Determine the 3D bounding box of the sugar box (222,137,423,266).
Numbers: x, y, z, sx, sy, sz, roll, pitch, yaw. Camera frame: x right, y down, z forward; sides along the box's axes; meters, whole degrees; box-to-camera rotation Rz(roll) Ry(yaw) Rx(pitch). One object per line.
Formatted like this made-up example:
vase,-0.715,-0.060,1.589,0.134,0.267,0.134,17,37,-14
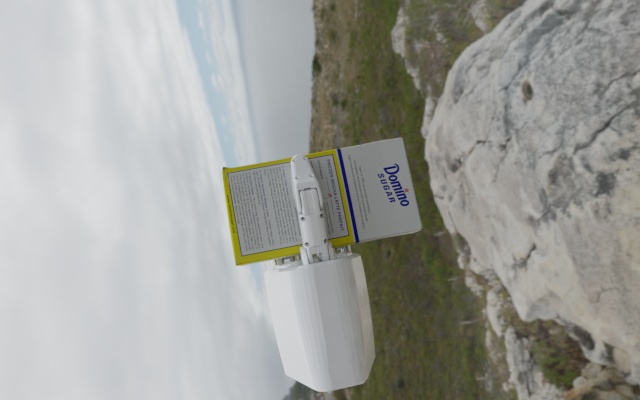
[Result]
sugar box,0.000,0.002,0.459,0.176,0.093,0.048,-9,-7,-7
